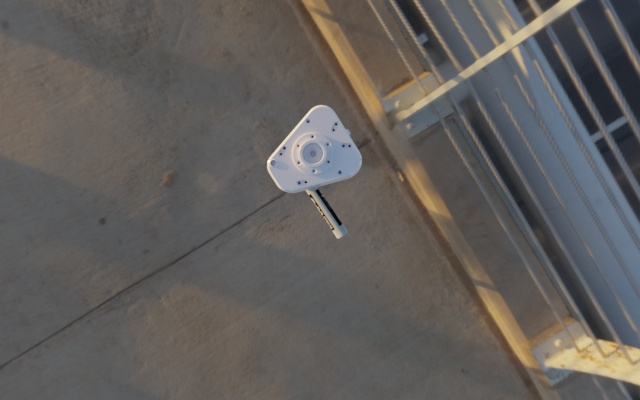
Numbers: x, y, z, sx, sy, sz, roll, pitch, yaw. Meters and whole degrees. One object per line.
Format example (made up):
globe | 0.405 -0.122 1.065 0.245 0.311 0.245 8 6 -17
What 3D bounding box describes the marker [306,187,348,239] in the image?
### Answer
marker | 0.000 0.002 0.712 0.020 0.121 0.020 -34 3 2
